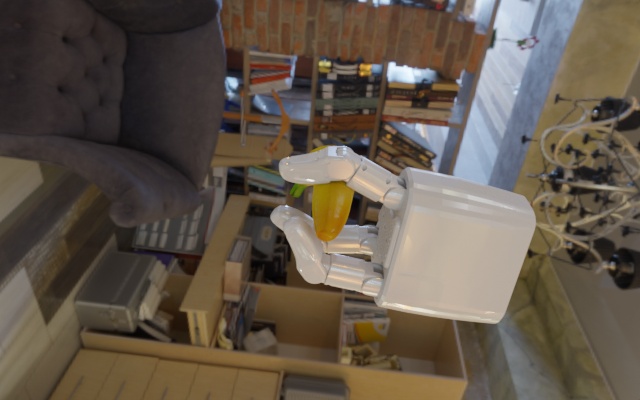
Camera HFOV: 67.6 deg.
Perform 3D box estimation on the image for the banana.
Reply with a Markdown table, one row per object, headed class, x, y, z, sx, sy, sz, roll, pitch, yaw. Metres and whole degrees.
| class | x | y | z | sx | sy | sz | roll | pitch | yaw |
| --- | --- | --- | --- | --- | --- | --- | --- | --- | --- |
| banana | 0.005 | -0.017 | 0.442 | 0.037 | 0.069 | 0.197 | 17 | 7 | -10 |
